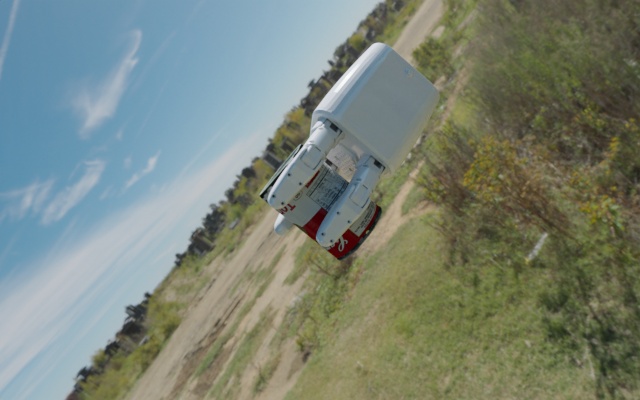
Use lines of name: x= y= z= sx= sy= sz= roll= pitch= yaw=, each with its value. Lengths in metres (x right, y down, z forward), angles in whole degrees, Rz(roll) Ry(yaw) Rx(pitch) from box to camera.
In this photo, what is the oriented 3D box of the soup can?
soup can: x=0.000 y=0.002 z=0.468 sx=0.102 sy=0.068 sz=0.068 roll=39 pitch=-7 yaw=-9
